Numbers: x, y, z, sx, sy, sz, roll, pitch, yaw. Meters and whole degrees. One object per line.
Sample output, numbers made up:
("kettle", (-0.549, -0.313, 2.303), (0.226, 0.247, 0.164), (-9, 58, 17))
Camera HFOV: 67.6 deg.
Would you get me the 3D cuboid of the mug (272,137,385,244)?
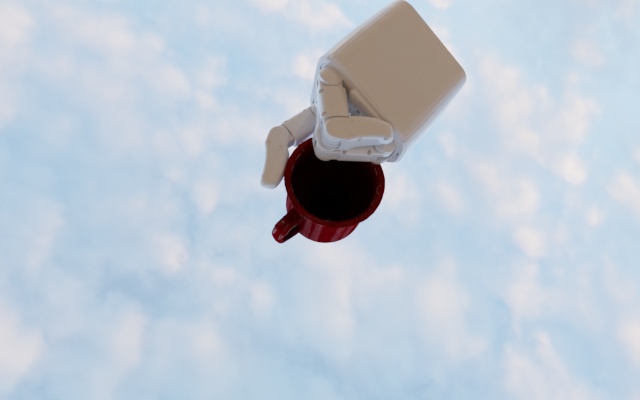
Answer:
("mug", (-0.001, 0.003, 0.465), (0.117, 0.093, 0.081), (-43, -9, -19))
